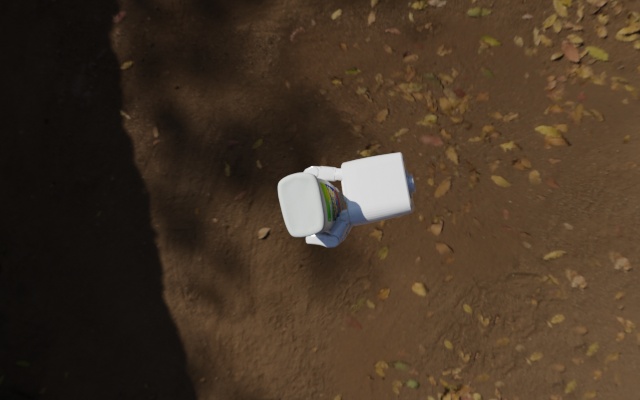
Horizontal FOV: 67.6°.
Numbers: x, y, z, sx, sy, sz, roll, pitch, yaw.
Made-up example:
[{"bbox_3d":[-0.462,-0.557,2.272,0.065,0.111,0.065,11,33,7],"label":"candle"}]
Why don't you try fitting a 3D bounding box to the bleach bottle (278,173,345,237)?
[{"bbox_3d":[0.000,0.003,0.847,0.068,0.102,0.251,-12,0,14],"label":"bleach bottle"}]
